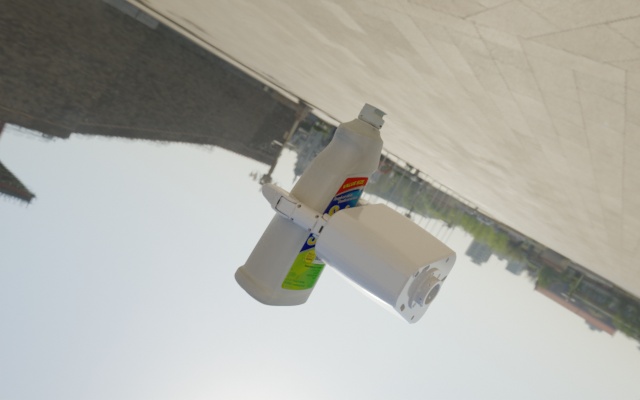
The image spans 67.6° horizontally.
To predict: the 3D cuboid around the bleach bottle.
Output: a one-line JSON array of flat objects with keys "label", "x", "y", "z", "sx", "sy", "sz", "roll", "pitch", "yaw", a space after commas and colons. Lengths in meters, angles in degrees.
[{"label": "bleach bottle", "x": 0.000, "y": 0.002, "z": 0.560, "sx": 0.068, "sy": 0.251, "sz": 0.102, "roll": 34, "pitch": 9, "yaw": 34}]
